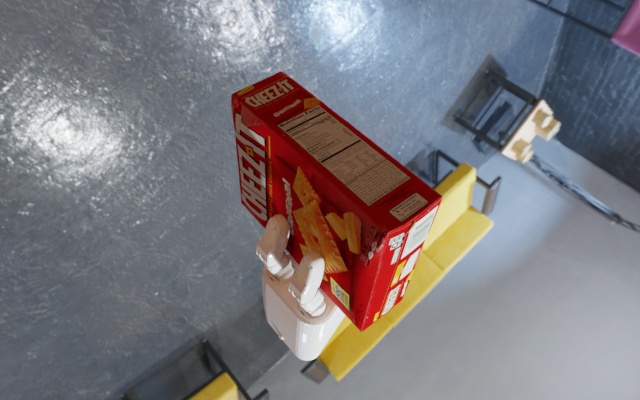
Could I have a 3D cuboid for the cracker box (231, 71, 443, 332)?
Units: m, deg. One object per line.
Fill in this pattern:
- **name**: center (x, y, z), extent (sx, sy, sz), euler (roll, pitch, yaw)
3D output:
- **cracker box**: center (0.000, 0.002, 0.472), extent (0.072, 0.164, 0.213), euler (-31, 58, -28)
